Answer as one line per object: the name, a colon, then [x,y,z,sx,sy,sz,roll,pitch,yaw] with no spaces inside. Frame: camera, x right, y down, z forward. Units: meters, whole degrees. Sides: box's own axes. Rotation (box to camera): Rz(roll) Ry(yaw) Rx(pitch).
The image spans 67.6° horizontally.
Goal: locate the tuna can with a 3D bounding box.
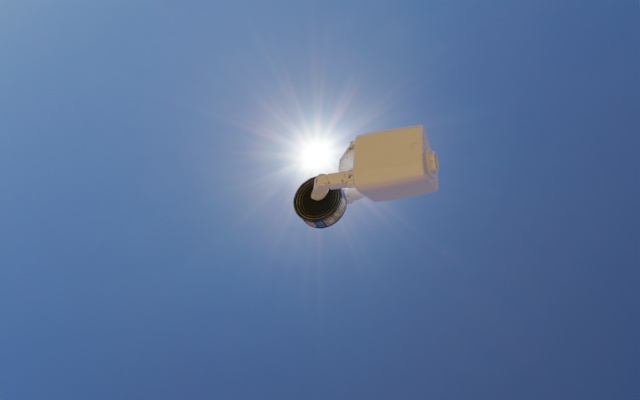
tuna can: [0.000,0.003,0.799,0.086,0.086,0.034,0,-26,25]
